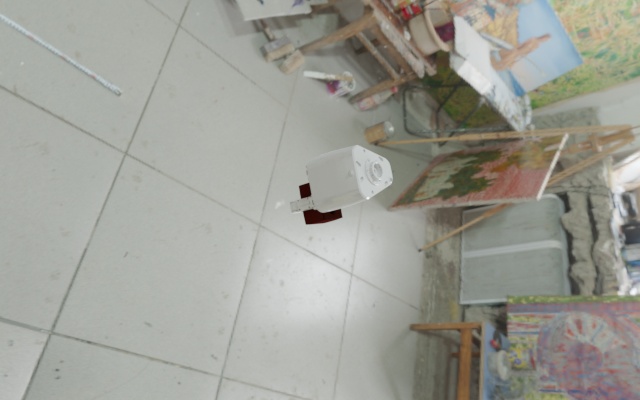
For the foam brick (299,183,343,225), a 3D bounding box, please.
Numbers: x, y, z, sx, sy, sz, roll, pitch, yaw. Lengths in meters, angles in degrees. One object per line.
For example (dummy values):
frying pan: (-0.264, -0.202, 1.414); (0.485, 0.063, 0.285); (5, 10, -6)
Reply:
foam brick: (0.000, 0.003, 0.891); (0.051, 0.078, 0.053); (-15, -7, 41)
